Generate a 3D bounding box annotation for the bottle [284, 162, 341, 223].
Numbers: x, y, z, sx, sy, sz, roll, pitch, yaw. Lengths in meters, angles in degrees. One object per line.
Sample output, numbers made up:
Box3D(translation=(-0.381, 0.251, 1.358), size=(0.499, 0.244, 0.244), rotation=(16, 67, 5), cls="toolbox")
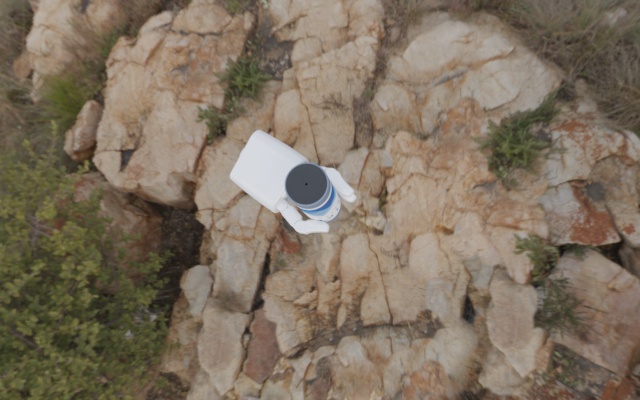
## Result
Box3D(translation=(0.000, 0.003, 0.841), size=(0.069, 0.069, 0.296), rotation=(0, -10, 8), cls="bottle")
